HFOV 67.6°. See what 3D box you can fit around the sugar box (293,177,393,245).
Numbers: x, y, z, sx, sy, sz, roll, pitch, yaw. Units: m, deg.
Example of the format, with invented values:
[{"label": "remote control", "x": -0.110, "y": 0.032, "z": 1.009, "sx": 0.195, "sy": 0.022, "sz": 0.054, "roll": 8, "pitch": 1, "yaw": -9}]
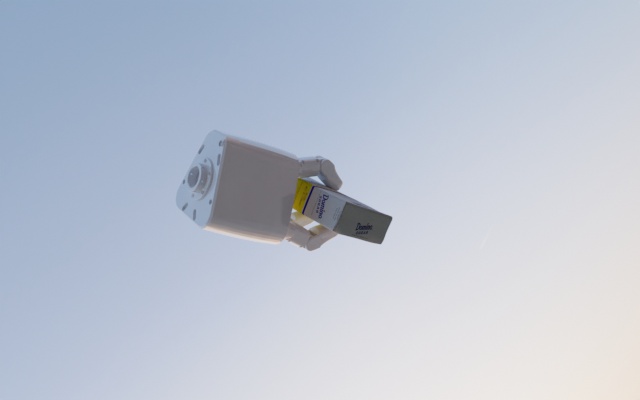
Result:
[{"label": "sugar box", "x": 0.000, "y": 0.003, "z": 0.635, "sx": 0.093, "sy": 0.048, "sz": 0.176, "roll": 18, "pitch": 9, "yaw": -43}]
